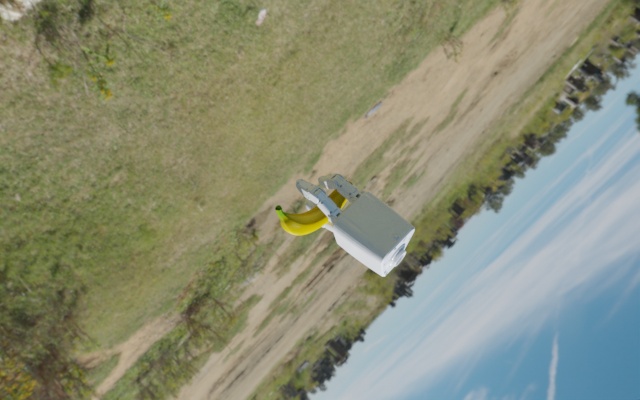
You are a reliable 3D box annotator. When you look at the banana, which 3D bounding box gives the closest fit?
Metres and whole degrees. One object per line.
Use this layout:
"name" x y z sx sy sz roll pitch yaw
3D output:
"banana" -0.006 0.019 0.858 0.037 0.070 0.197 32 34 29
